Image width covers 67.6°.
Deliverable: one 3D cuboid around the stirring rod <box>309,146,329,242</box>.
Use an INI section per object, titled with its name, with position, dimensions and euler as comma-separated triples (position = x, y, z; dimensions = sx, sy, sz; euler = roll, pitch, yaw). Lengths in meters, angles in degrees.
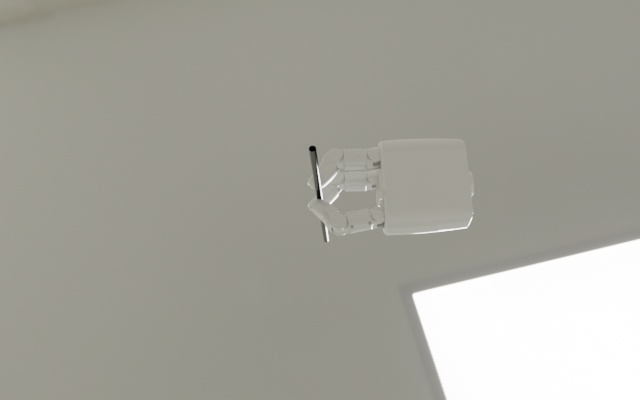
[stirring rod]
position = 0.000, 0.002, 0.616
dimensions = 0.011, 0.011, 0.240
euler = 0, -29, 5
